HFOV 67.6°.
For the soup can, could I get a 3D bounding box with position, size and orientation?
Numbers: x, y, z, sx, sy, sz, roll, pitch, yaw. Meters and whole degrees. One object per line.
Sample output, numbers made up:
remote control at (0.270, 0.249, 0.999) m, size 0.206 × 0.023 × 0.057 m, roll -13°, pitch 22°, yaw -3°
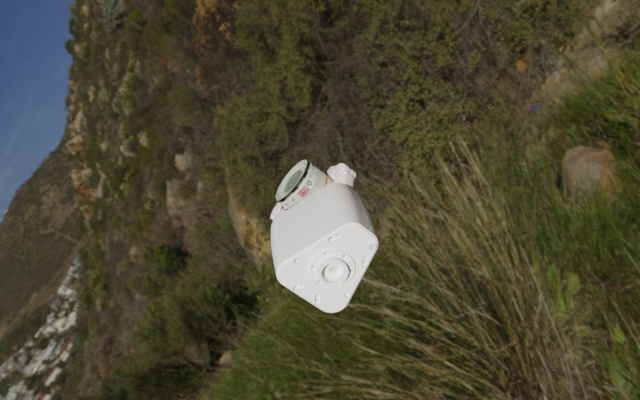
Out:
soup can at (0.000, 0.002, 0.631) m, size 0.102 × 0.068 × 0.068 m, roll 37°, pitch -14°, yaw -20°
